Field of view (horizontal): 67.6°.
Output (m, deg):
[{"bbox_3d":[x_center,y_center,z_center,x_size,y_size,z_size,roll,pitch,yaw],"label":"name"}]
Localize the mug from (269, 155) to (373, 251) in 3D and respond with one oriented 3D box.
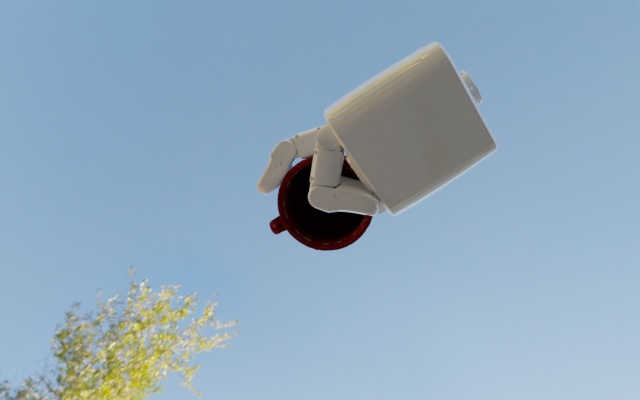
[{"bbox_3d":[-0.001,0.002,0.494,0.117,0.093,0.081,-31,5,13],"label":"mug"}]
